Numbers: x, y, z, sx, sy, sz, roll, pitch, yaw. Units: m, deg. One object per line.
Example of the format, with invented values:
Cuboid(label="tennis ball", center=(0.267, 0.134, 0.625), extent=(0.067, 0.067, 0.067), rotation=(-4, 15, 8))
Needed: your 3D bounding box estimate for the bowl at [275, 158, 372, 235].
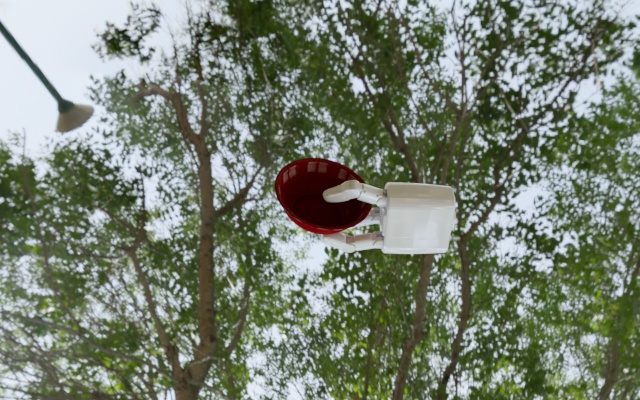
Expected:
Cuboid(label="bowl", center=(-0.001, 0.002, 0.789), extent=(0.162, 0.162, 0.055), rotation=(0, -43, -18))
